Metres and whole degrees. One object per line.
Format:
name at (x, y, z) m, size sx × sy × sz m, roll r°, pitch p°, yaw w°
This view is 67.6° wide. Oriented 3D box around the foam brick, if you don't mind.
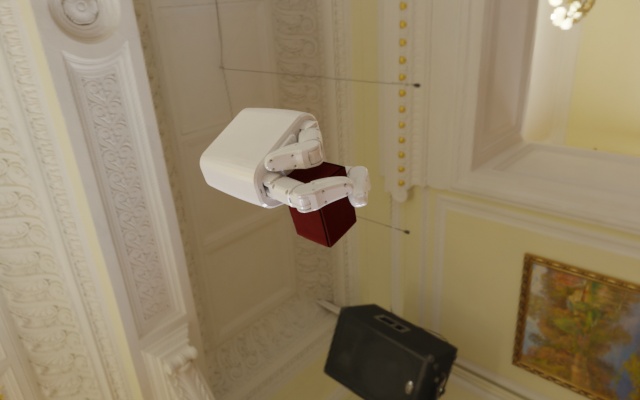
foam brick at (0.000, 0.002, 0.531) m, size 0.051 × 0.078 × 0.053 m, roll 16°, pitch 42°, yaw 39°
